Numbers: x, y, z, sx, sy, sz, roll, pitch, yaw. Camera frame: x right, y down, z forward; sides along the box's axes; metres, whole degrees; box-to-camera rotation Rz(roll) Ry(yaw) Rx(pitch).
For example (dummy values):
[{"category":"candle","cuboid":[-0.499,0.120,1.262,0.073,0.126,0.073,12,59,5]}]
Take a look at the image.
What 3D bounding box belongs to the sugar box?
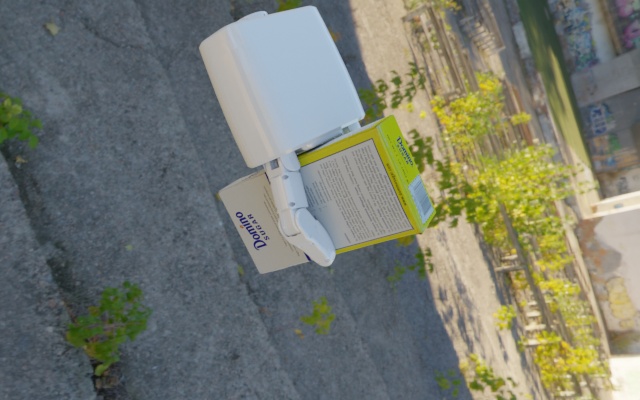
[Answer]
[{"category":"sugar box","cuboid":[0.000,0.001,0.421,0.176,0.093,0.048,-17,13,36]}]
